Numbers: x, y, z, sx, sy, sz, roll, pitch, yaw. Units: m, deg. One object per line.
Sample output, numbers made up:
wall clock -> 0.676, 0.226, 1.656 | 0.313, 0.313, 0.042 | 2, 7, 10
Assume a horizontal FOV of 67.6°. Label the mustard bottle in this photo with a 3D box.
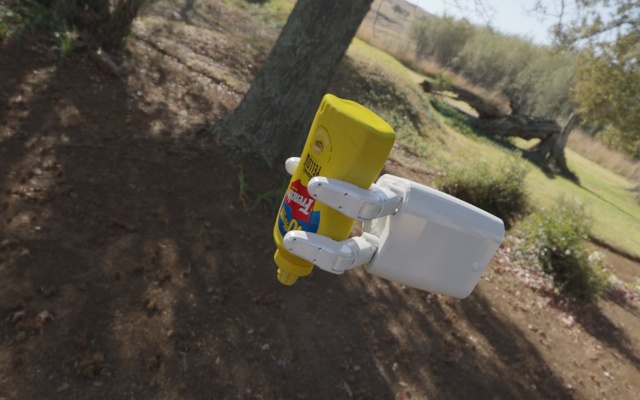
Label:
mustard bottle -> 0.000, 0.001, 0.463 | 0.058, 0.192, 0.096 | 9, 25, -32
